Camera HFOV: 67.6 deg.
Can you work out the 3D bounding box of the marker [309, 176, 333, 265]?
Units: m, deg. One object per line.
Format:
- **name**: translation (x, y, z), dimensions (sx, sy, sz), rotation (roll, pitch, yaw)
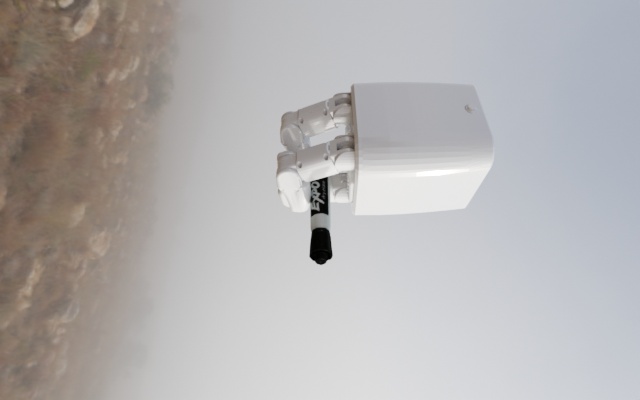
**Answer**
- **marker**: translation (0.000, 0.001, 0.411), dimensions (0.020, 0.121, 0.020), rotation (0, -39, 0)
